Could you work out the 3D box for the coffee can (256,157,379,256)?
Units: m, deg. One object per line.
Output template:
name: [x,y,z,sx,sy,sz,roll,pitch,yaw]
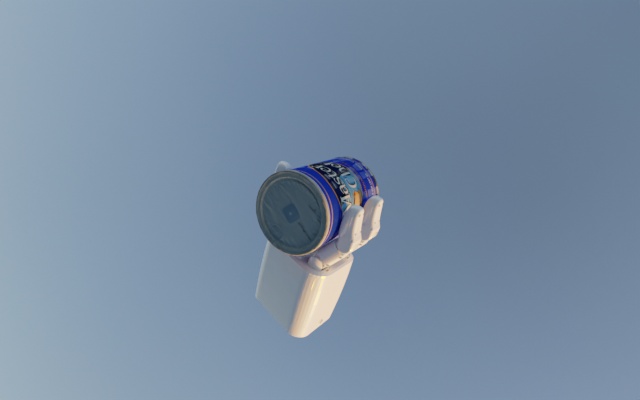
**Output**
coffee can: [0.000,0.002,0.617,0.103,0.103,0.140,0,11,32]
